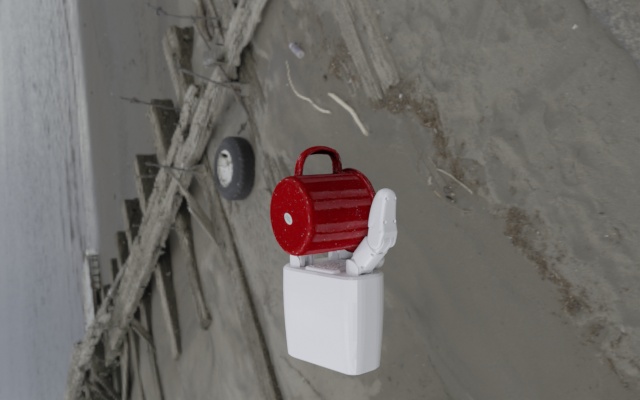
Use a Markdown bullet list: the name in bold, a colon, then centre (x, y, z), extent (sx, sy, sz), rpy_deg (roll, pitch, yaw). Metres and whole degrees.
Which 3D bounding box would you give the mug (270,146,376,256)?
- **mug**: centre (0.000, 0.000, 0.498), extent (0.081, 0.117, 0.093), rpy_deg (-5, 6, -35)
